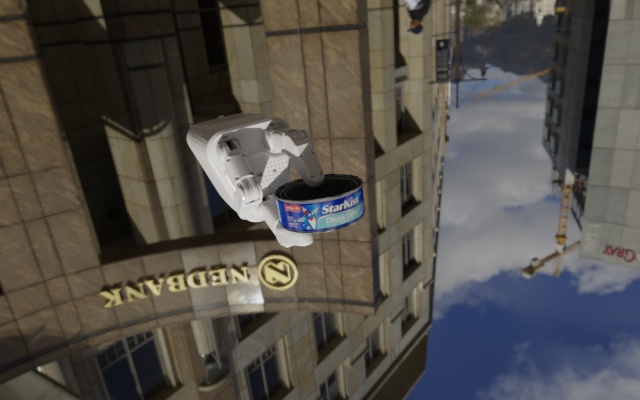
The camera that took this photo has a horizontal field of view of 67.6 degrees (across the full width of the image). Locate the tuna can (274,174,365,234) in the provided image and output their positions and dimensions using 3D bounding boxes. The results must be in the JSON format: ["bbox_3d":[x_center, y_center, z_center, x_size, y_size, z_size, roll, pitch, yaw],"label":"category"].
[{"bbox_3d":[0.000,0.002,0.465,0.086,0.034,0.086,-8,17,2],"label":"tuna can"}]
